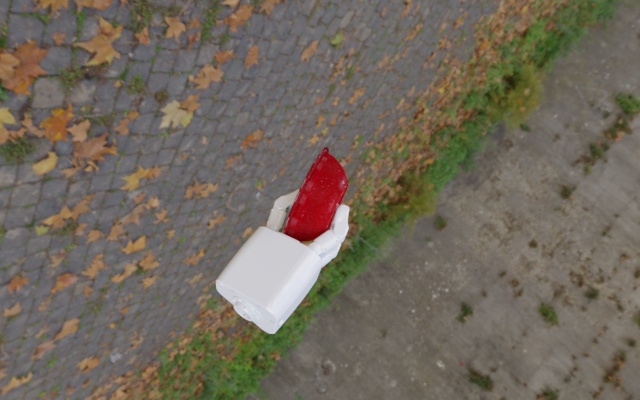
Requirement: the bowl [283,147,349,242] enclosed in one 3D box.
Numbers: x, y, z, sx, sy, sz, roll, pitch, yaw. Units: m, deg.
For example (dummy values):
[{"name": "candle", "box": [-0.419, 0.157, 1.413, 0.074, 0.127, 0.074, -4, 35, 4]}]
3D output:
[{"name": "bowl", "box": [0.001, 0.001, 0.728, 0.055, 0.162, 0.162, 24, 2, 5]}]
